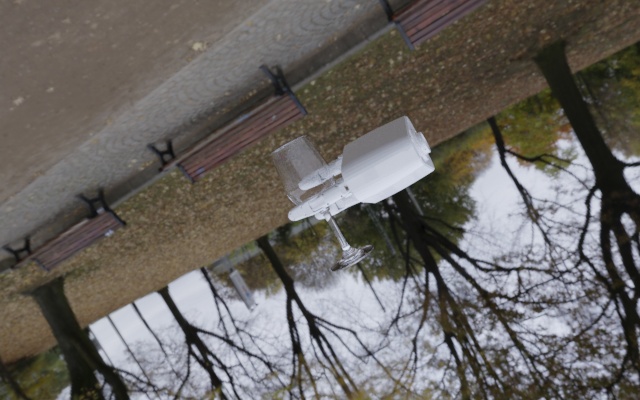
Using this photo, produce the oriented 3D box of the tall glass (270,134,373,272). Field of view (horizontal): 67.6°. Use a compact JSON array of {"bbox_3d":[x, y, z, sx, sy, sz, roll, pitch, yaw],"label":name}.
[{"bbox_3d":[0.000,0.003,0.722,0.079,0.201,0.079,-30,5,3],"label":"tall glass"}]
